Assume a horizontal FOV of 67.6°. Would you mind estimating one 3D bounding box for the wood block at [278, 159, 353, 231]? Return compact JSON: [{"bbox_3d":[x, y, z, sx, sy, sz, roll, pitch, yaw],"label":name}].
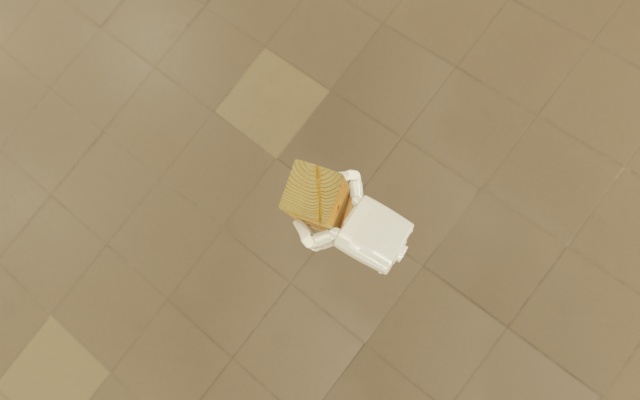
[{"bbox_3d":[0.001,0.003,0.887,0.090,0.091,0.206,18,-7,12],"label":"wood block"}]
